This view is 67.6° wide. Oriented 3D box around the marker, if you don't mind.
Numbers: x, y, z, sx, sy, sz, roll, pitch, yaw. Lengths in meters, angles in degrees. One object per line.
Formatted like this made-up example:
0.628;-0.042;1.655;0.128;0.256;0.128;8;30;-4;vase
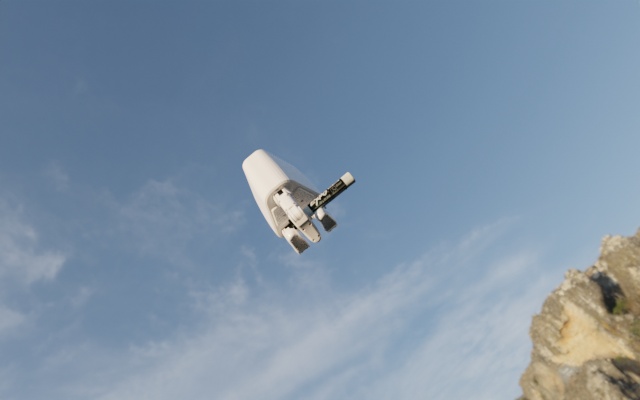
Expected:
0.000;0.002;0.710;0.121;0.020;0.020;-39;1;-2;marker
